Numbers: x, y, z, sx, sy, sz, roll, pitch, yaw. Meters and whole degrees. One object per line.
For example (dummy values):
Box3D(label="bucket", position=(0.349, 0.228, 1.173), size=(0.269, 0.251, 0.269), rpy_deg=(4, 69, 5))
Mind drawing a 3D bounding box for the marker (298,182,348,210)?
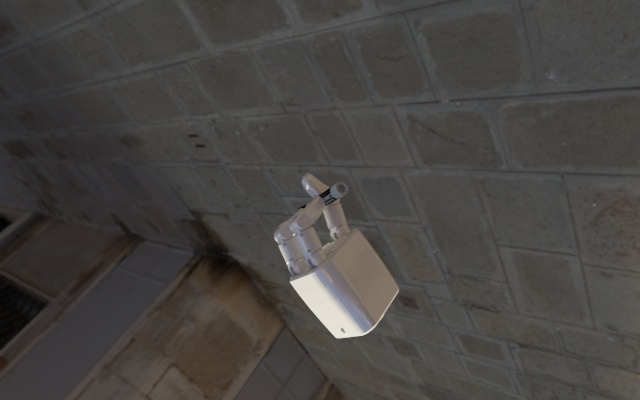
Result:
Box3D(label="marker", position=(0.000, 0.002, 0.656), size=(0.020, 0.020, 0.121), rpy_deg=(0, -17, -28))
